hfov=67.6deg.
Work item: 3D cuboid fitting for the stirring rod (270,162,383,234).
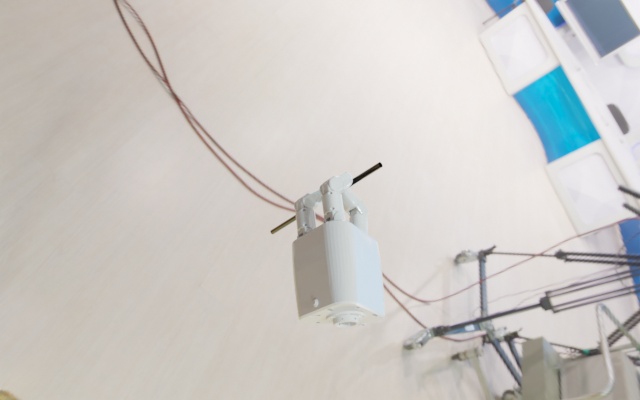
[{"bbox_3d":[0.000,0.002,0.703,0.011,0.011,0.239,0,-24,-46],"label":"stirring rod"}]
